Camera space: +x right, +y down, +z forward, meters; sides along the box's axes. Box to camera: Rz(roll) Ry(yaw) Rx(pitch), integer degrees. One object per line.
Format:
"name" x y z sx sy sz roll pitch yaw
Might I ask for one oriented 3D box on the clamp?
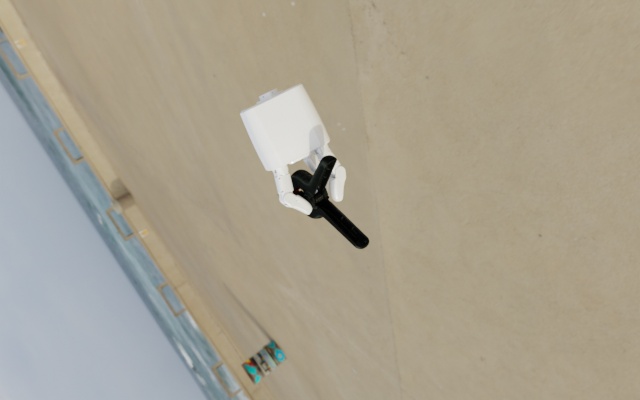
"clamp" -0.001 0.003 0.817 0.036 0.164 0.210 -31 15 -23
